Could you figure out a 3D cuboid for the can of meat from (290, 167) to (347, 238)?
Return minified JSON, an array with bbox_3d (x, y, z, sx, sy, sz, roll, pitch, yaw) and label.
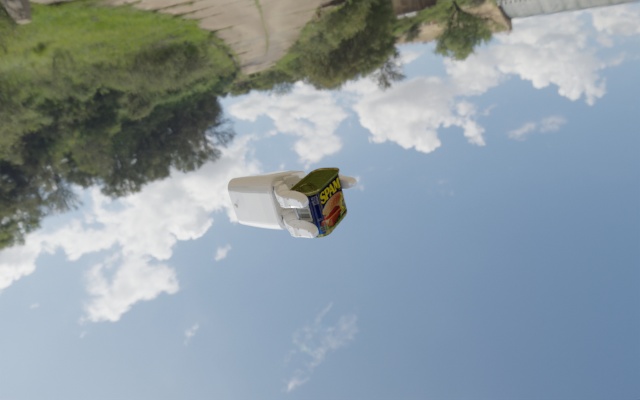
[{"bbox_3d":[0.000,0.003,0.805,0.057,0.084,0.102,0,27,31],"label":"can of meat"}]
